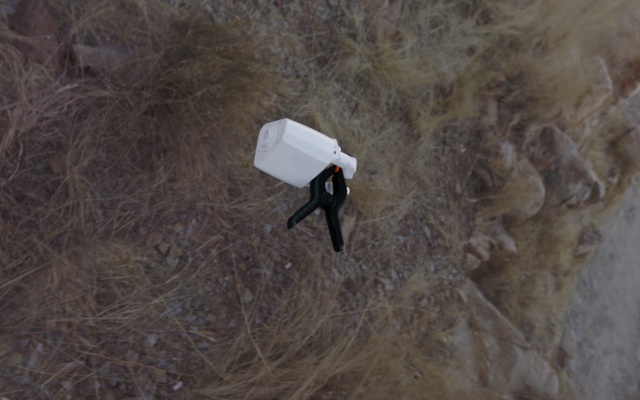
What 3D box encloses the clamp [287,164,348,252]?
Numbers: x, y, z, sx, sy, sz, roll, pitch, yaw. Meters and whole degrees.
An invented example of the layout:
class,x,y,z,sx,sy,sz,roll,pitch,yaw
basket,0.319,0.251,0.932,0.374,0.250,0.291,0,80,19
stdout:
class,x,y,z,sx,sy,sz,roll,pitch,yaw
clamp,0.001,0.003,0.899,0.120,0.171,0.039,22,-28,-32
